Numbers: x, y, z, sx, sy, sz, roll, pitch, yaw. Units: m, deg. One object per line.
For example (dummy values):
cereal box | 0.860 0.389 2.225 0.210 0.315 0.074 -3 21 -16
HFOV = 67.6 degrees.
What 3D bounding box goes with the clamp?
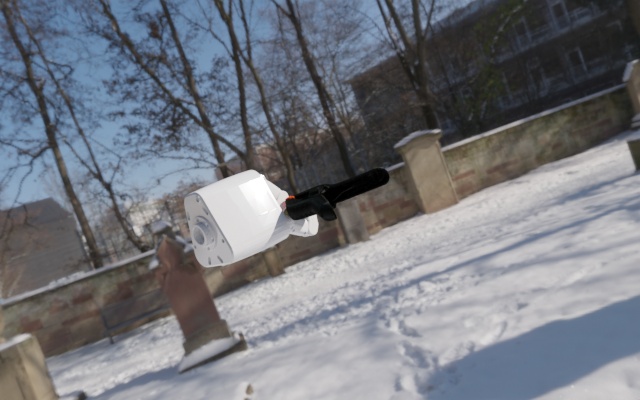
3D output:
clamp | 0.000 0.002 0.650 0.171 0.039 0.120 -18 7 45
